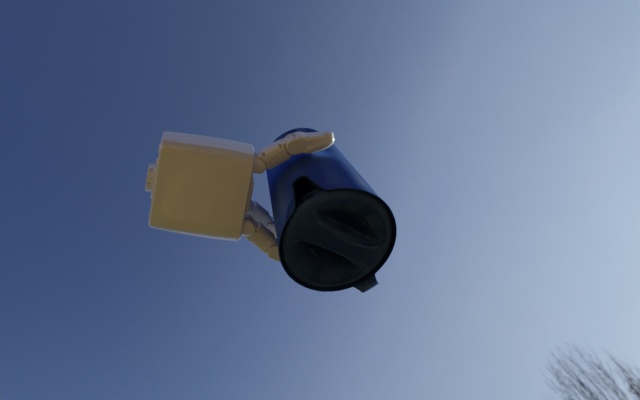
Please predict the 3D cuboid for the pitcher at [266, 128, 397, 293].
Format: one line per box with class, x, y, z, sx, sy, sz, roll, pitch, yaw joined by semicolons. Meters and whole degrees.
pitcher;0.000;0.002;0.621;0.145;0.149;0.242;8;25;-17
